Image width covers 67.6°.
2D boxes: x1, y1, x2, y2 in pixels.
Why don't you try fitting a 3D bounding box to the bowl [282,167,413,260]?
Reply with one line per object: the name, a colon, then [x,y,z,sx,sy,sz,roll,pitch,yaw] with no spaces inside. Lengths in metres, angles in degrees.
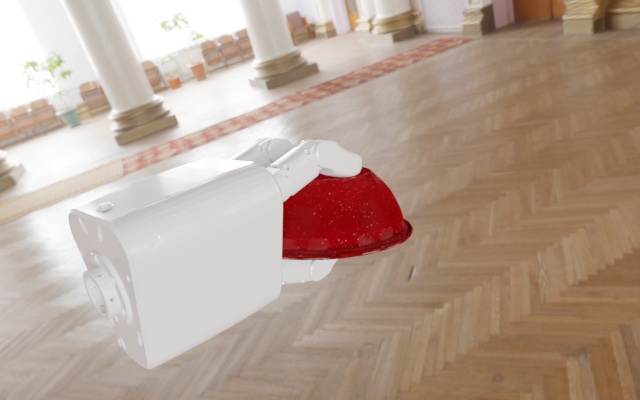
bowl: [0.001,0.001,0.424,0.162,0.055,0.162,-2,12,0]
